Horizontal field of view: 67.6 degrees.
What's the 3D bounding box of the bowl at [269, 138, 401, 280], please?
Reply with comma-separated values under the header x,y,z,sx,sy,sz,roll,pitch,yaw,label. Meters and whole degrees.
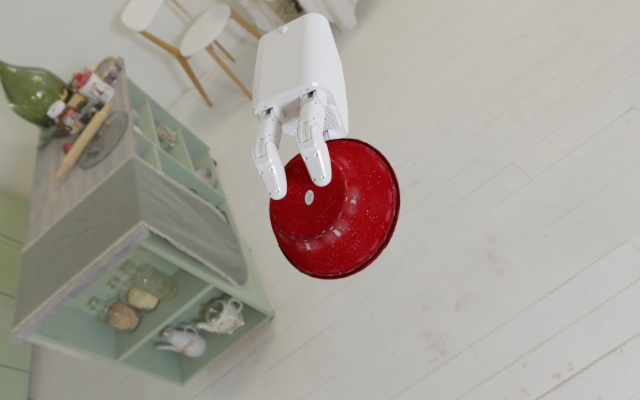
x,y,z,sx,sy,sz,roll,pitch,yaw,label
0.000,0.003,0.508,0.162,0.162,0.055,0,-13,32,bowl
